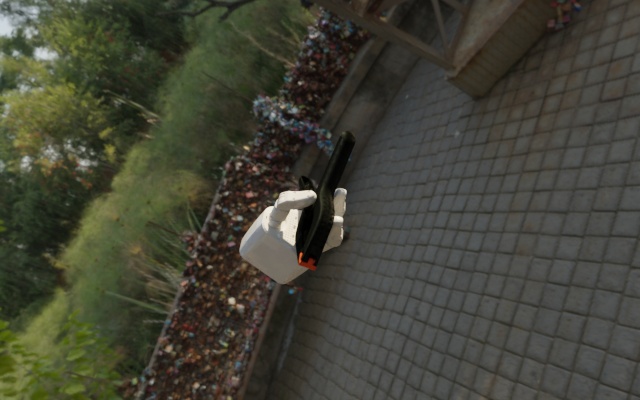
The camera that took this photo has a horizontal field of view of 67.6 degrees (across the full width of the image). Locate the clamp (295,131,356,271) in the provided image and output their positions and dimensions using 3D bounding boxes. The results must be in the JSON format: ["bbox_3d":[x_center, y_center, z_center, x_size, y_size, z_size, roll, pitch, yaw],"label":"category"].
[{"bbox_3d":[-0.001,0.003,0.730,0.036,0.209,0.165,22,-40,-19],"label":"clamp"}]
